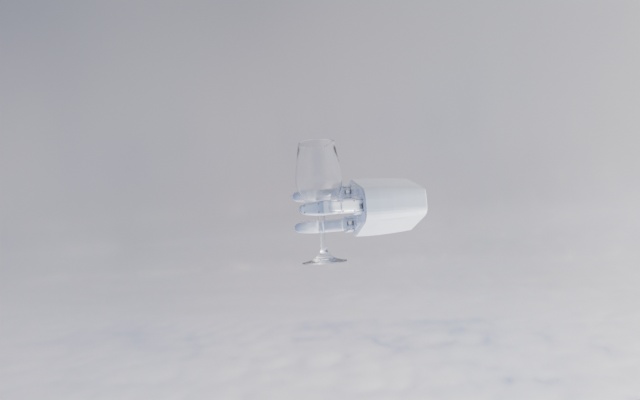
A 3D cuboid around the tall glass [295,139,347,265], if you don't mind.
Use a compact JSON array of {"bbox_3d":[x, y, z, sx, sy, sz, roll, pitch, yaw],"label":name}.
[{"bbox_3d":[0.000,0.003,0.789,0.079,0.201,0.079,-4,-4,0],"label":"tall glass"}]
